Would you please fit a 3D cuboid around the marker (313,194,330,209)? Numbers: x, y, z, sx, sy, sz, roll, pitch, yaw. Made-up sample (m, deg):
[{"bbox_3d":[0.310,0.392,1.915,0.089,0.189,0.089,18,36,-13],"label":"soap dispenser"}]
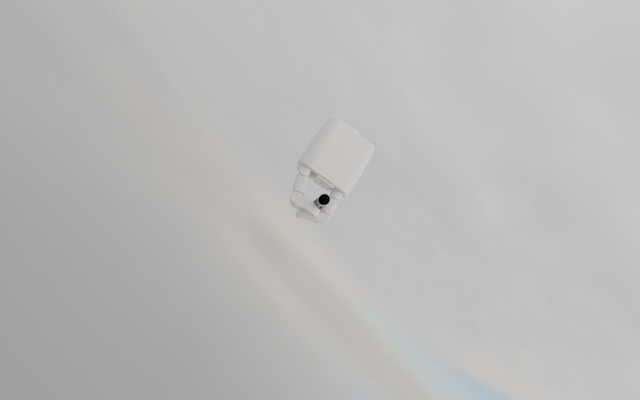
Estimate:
[{"bbox_3d":[0.000,0.003,0.834,0.020,0.020,0.121,0,-5,-6],"label":"marker"}]
